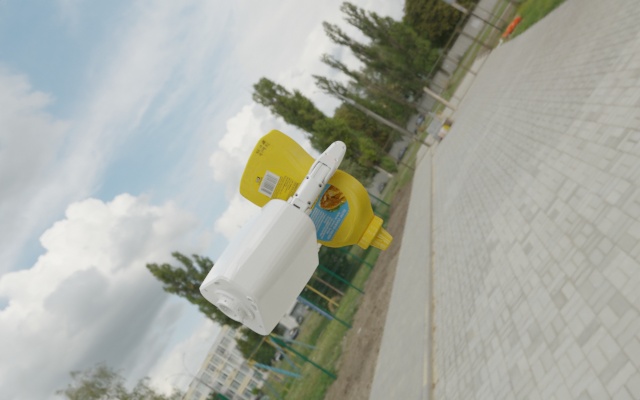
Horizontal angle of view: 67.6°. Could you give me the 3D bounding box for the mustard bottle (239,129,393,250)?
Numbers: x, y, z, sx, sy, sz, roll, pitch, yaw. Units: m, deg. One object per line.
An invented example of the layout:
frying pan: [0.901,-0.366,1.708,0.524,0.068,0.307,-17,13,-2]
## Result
mustard bottle: [0.000,0.002,0.570,0.191,0.096,0.058,32,34,5]
